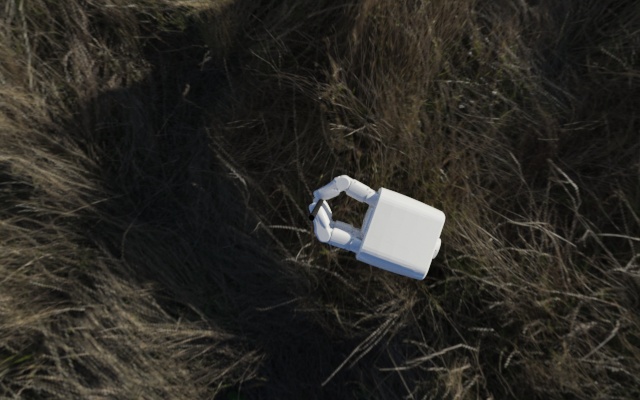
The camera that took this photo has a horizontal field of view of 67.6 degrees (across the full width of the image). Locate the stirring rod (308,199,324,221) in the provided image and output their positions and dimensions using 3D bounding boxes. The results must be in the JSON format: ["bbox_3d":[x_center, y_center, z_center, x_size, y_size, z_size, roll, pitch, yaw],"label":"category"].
[{"bbox_3d":[0.000,0.002,0.725,0.011,0.011,0.239,0,9,6],"label":"stirring rod"}]
